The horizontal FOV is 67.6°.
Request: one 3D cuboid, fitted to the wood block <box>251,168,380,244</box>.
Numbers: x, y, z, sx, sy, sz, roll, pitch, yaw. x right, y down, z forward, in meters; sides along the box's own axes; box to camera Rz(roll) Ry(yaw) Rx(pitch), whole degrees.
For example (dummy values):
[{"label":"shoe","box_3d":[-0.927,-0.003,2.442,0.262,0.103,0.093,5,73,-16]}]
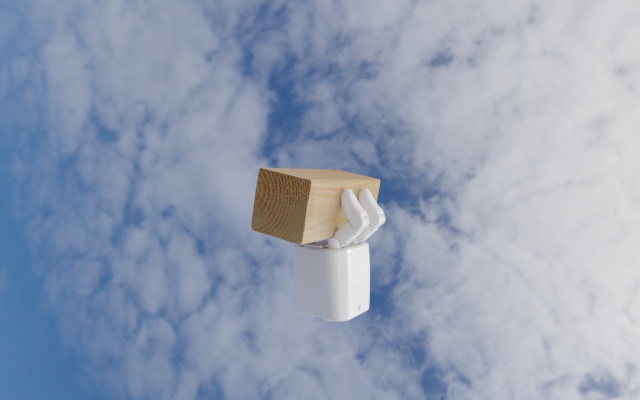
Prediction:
[{"label":"wood block","box_3d":[0.000,0.003,0.724,0.091,0.090,0.206,14,10,31]}]
